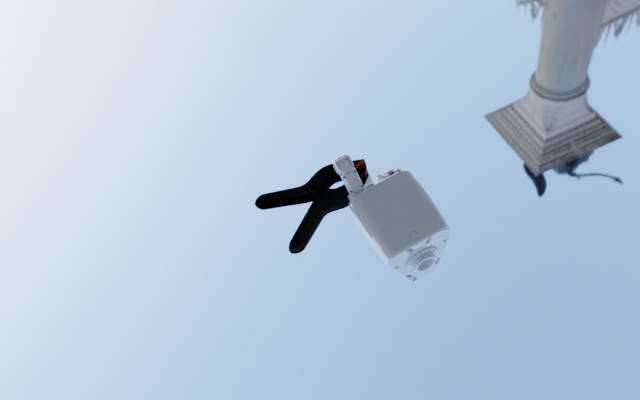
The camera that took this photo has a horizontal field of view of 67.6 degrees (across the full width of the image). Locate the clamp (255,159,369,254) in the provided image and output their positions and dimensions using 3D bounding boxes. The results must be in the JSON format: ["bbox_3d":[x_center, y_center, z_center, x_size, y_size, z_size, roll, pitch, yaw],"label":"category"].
[{"bbox_3d":[0.000,0.002,0.678,0.171,0.120,0.039,-28,-35,-3],"label":"clamp"}]
